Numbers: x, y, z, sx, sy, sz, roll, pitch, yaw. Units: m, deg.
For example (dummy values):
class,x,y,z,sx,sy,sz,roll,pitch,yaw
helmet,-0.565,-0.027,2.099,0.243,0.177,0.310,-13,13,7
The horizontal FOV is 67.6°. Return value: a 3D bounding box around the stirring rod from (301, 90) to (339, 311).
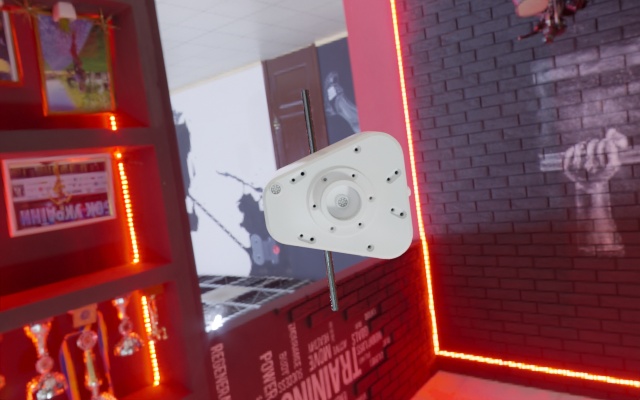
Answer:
class,x,y,z,sx,sy,sz,roll,pitch,yaw
stirring rod,0.000,0.002,0.517,0.011,0.239,0.011,-8,5,1
